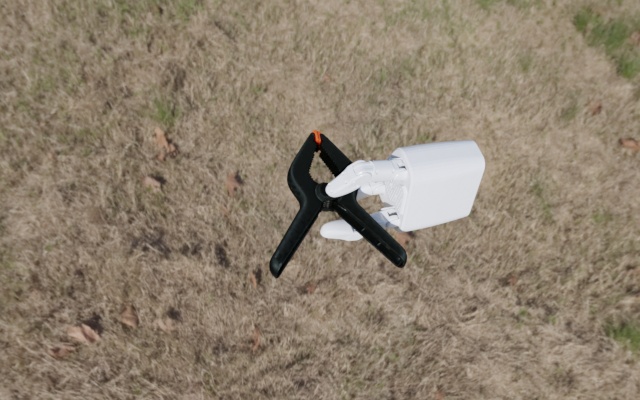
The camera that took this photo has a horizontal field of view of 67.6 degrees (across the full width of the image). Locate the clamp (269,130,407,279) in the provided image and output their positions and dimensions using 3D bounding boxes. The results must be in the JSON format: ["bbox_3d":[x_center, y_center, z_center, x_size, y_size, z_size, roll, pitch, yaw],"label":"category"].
[{"bbox_3d":[0.000,0.001,0.597,0.164,0.210,0.036,-8,-30,-17],"label":"clamp"}]
